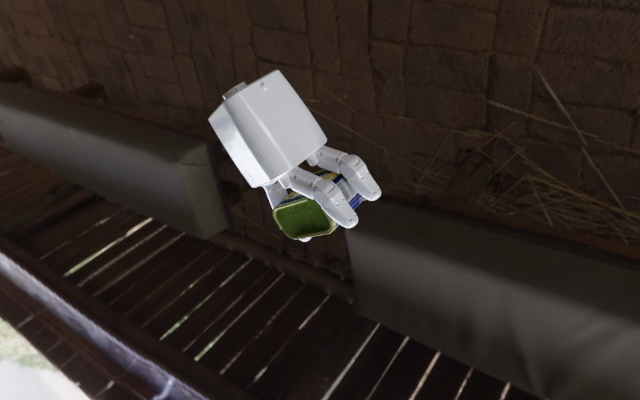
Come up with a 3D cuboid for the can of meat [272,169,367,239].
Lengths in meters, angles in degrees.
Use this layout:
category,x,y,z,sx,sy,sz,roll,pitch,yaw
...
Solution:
category,x,y,z,sx,sy,sz,roll,pitch,yaw
can of meat,0.000,0.002,0.602,0.102,0.057,0.084,-16,20,47
